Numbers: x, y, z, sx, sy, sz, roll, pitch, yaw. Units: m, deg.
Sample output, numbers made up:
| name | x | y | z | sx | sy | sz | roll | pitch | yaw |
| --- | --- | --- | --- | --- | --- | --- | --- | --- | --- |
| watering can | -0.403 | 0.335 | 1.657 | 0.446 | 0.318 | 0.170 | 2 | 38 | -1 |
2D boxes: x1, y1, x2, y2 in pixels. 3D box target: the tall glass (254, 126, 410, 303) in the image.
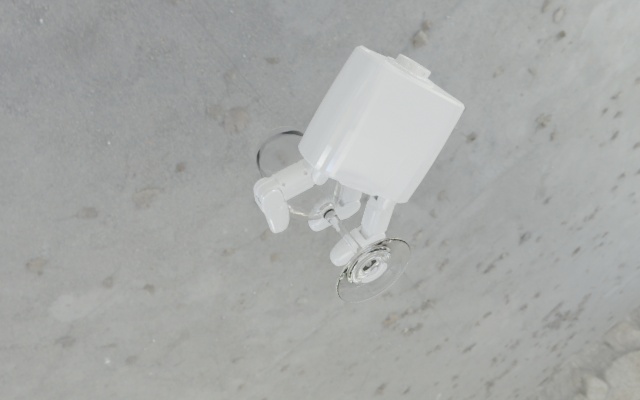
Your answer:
| name | x | y | z | sx | sy | sz | roll | pitch | yaw |
| --- | --- | --- | --- | --- | --- | --- | --- | --- | --- |
| tall glass | 0.000 | 0.002 | 0.472 | 0.079 | 0.079 | 0.201 | 0 | 36 | -36 |
